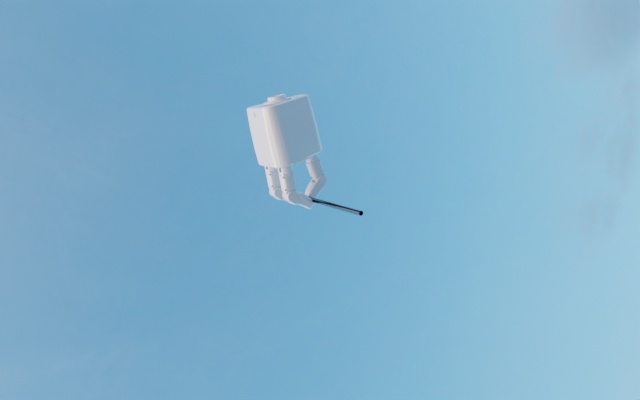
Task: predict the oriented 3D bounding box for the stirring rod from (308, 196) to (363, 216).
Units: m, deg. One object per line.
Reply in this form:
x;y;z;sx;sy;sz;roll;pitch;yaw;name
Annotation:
0.000;0.003;0.839;0.011;0.011;0.239;0;8;-32;stirring rod
